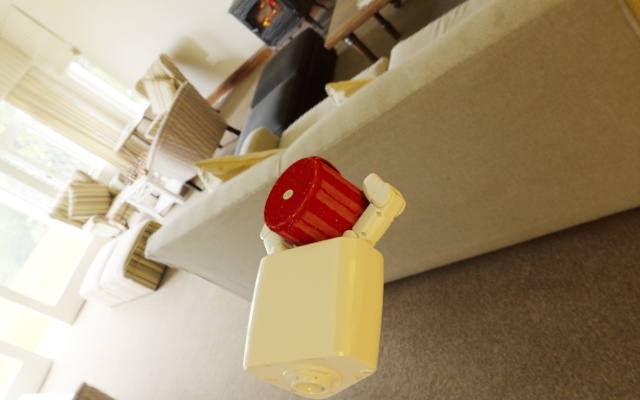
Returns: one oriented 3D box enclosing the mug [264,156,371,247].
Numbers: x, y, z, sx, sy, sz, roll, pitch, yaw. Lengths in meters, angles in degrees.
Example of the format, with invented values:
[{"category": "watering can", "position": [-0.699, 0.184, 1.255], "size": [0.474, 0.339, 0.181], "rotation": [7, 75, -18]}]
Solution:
[{"category": "mug", "position": [0.000, 0.000, 0.477], "size": [0.081, 0.117, 0.093], "rotation": [34, -47, -29]}]
